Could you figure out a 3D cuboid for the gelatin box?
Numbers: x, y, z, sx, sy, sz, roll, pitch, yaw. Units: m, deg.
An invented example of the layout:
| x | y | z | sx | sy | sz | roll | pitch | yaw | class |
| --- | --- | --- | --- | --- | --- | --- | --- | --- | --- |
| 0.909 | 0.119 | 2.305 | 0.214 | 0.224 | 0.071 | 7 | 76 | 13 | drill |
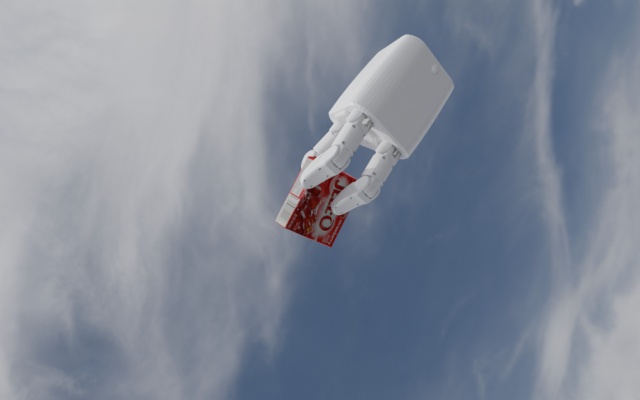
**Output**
| x | y | z | sx | sy | sz | roll | pitch | yaw | class |
| --- | --- | --- | --- | --- | --- | --- | --- | --- | --- |
| 0.000 | 0.002 | 0.562 | 0.073 | 0.089 | 0.030 | 26 | 3 | -36 | gelatin box |
